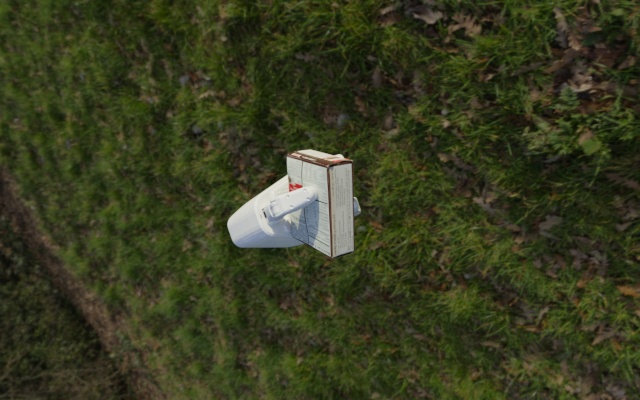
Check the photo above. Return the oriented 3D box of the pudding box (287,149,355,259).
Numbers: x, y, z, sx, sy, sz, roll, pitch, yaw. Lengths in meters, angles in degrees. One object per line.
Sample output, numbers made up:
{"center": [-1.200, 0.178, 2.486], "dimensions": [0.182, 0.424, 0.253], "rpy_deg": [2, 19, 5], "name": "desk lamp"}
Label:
{"center": [0.000, 0.002, 0.566], "dimensions": [0.039, 0.113, 0.090], "rpy_deg": [-16, 22, -32], "name": "pudding box"}
